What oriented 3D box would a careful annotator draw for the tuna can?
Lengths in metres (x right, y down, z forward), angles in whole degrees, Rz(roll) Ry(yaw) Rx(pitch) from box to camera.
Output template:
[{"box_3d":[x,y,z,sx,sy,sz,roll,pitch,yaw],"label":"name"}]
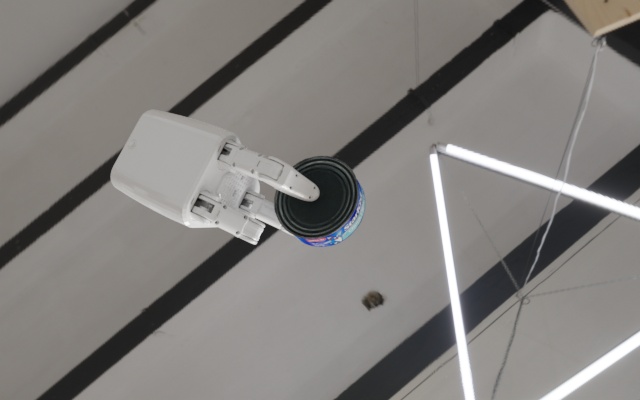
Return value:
[{"box_3d":[0.000,0.002,0.469,0.086,0.086,0.034,0,-21,20],"label":"tuna can"}]
